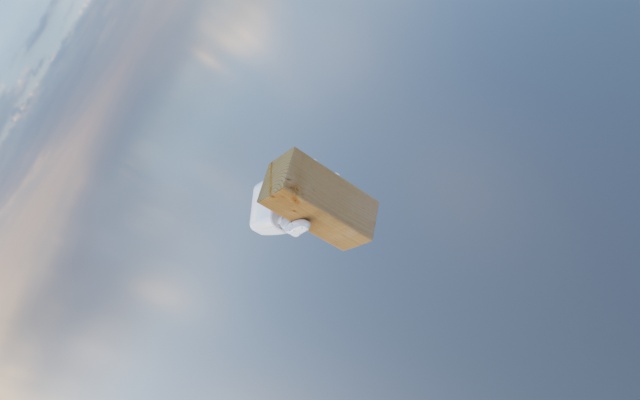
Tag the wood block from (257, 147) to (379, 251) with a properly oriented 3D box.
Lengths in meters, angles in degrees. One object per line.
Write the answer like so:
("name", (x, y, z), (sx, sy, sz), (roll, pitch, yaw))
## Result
("wood block", (0.000, 0.003, 0.881), (0.206, 0.090, 0.090), (31, -34, -26))
